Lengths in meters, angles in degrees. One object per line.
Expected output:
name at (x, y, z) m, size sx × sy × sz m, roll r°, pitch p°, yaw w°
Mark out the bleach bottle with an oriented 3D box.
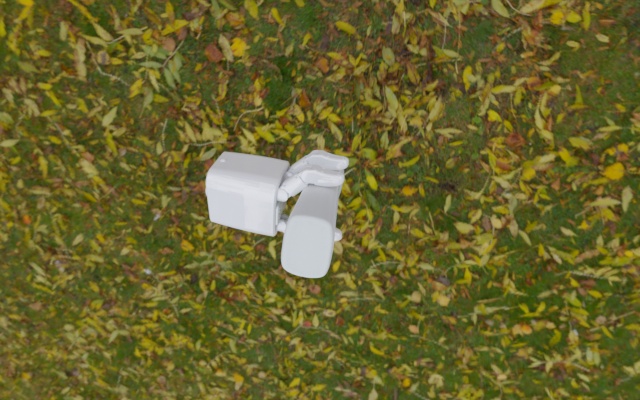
bleach bottle at (0.000, 0.002, 0.733) m, size 0.068 × 0.103 × 0.250 m, roll 11°, pitch 30°, yaw 3°
